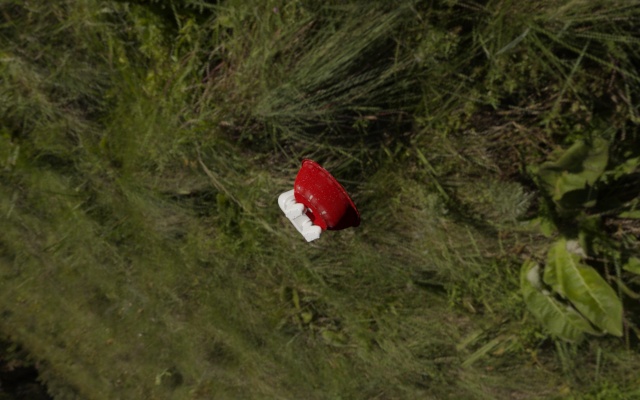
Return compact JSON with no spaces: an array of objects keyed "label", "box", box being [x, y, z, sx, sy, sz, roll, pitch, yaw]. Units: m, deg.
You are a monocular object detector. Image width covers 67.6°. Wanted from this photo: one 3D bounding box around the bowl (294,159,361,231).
[{"label":"bowl","box":[0.000,0.003,0.889,0.055,0.162,0.162,-40,13,-16]}]
